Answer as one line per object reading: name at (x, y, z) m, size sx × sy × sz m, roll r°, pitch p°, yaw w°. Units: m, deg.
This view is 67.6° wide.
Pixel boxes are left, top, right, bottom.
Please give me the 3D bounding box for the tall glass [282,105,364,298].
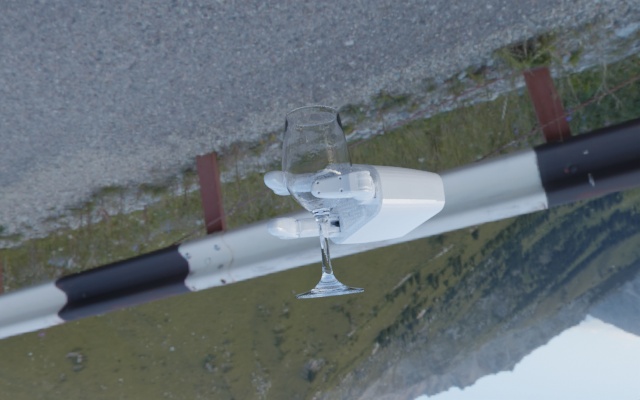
tall glass at (0.000, 0.002, 0.523) m, size 0.079 × 0.201 × 0.079 m, roll -6°, pitch -9°, yaw -1°
